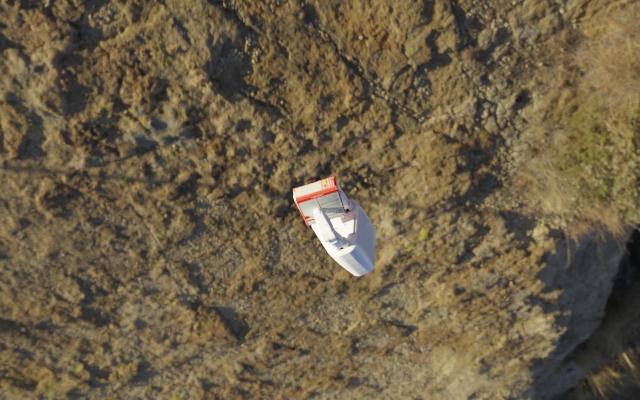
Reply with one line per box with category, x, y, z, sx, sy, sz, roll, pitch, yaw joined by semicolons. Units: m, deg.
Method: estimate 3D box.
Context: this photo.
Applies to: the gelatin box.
gelatin box;0.000;0.003;0.820;0.073;0.030;0.089;-17;-34;4
